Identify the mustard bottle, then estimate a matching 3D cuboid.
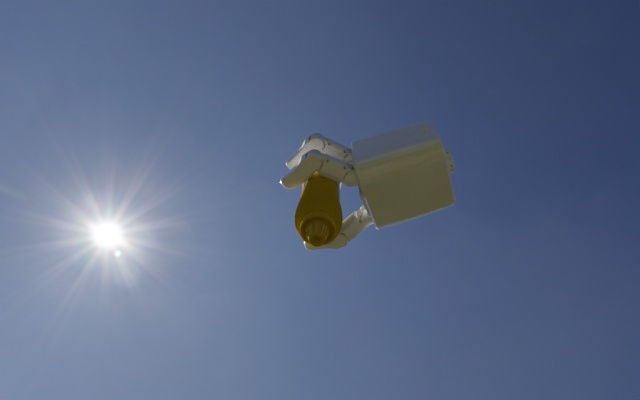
[{"bbox_3d":[0.000,0.002,0.614,0.058,0.096,0.191,6,26,-1],"label":"mustard bottle"}]
